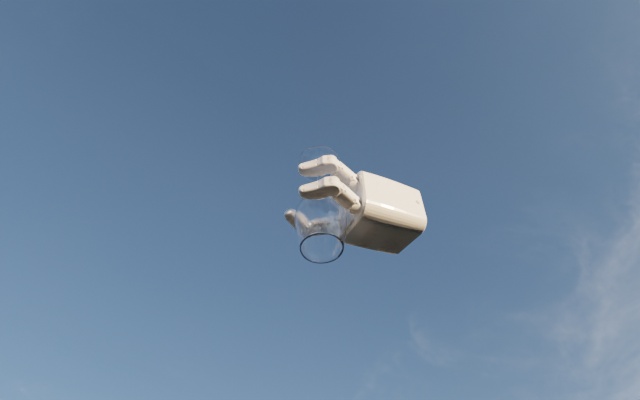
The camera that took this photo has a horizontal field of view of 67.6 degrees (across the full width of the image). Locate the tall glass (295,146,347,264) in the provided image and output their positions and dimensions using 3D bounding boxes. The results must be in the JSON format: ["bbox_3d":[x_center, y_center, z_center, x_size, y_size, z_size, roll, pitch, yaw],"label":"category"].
[{"bbox_3d":[0.000,0.002,0.736,0.079,0.079,0.200,0,40,-1],"label":"tall glass"}]
